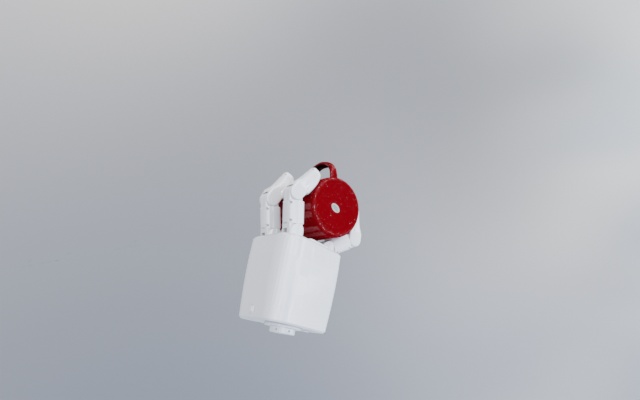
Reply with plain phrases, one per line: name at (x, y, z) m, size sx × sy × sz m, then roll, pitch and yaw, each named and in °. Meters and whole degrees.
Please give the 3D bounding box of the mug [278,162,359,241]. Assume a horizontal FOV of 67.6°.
mug at (0.001, 0.001, 0.665) m, size 0.093 × 0.117 × 0.081 m, roll 20°, pitch -20°, yaw -34°
